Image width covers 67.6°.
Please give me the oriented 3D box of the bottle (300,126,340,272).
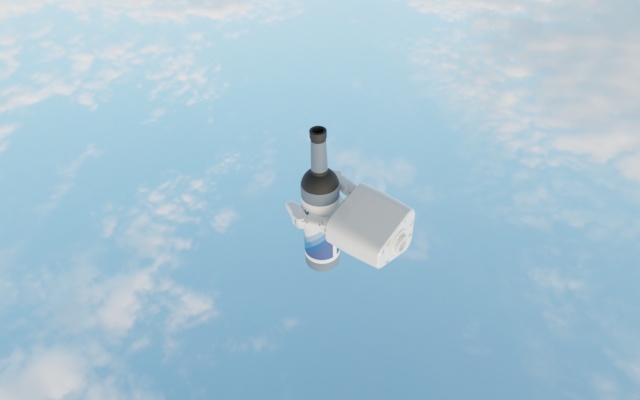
[{"bbox_3d":[0.000,0.003,0.829,0.069,0.296,0.069,-1,41,1],"label":"bottle"}]
